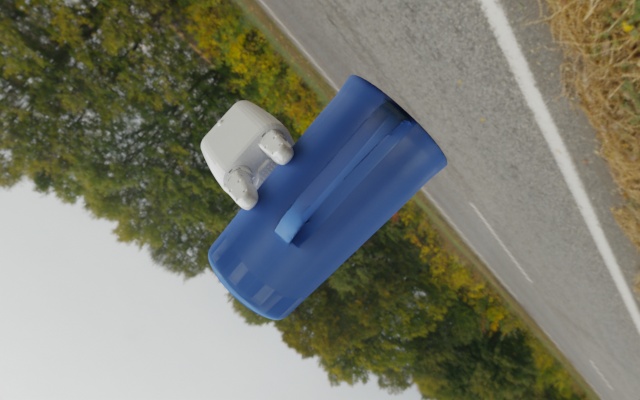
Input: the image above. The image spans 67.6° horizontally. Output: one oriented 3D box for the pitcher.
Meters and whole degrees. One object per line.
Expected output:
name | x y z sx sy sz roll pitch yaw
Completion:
pitcher | 0.000 0.002 0.483 0.149 0.243 0.145 40 4 -41
